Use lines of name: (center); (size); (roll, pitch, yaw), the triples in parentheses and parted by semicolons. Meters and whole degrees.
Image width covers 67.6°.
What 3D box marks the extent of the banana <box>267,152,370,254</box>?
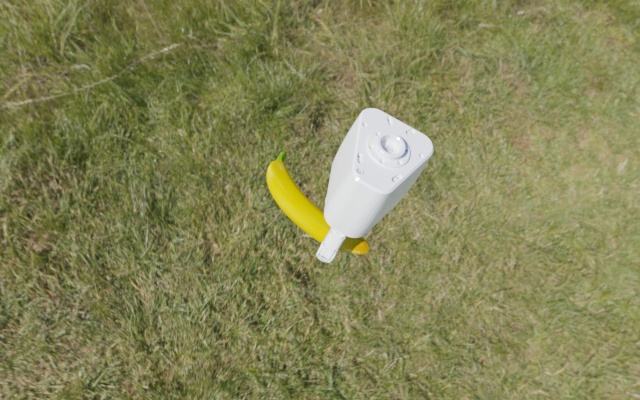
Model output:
banana: (-0.016, 0.008, 0.658); (0.069, 0.197, 0.037); (-31, -19, -30)
